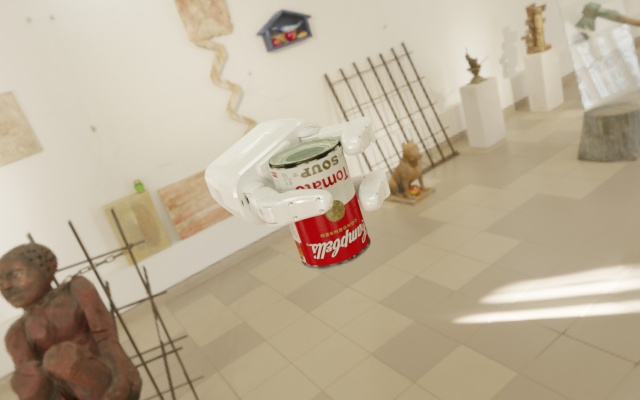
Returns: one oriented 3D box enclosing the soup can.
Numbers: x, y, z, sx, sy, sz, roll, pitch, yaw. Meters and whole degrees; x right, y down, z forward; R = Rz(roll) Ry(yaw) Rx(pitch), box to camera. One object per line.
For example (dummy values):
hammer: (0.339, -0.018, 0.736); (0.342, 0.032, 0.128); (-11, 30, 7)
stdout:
soup can: (0.000, 0.001, 0.432); (0.068, 0.102, 0.068); (-16, 20, 6)
